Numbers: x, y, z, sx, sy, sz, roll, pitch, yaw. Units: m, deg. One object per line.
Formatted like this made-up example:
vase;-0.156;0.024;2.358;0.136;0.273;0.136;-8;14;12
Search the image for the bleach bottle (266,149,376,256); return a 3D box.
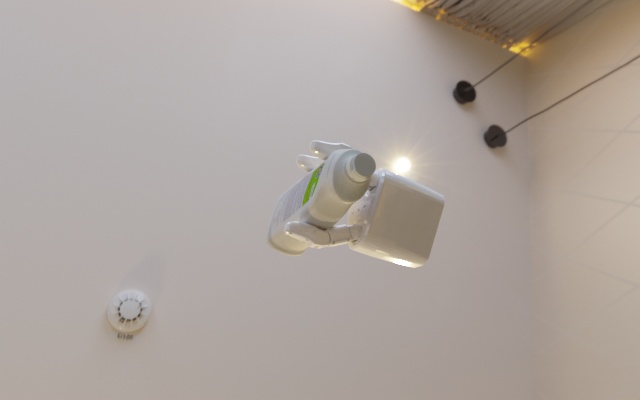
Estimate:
bleach bottle;0.000;0.002;0.641;0.068;0.102;0.251;21;-23;-16
